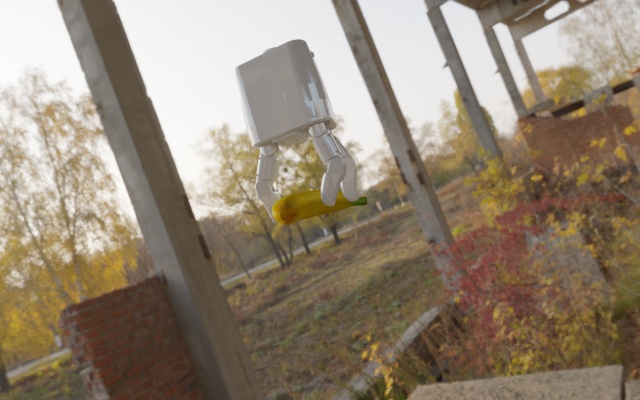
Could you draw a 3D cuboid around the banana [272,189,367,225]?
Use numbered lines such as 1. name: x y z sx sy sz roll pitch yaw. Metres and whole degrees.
1. banana: -0.013 0.005 0.619 0.069 0.037 0.198 -13 0 33
